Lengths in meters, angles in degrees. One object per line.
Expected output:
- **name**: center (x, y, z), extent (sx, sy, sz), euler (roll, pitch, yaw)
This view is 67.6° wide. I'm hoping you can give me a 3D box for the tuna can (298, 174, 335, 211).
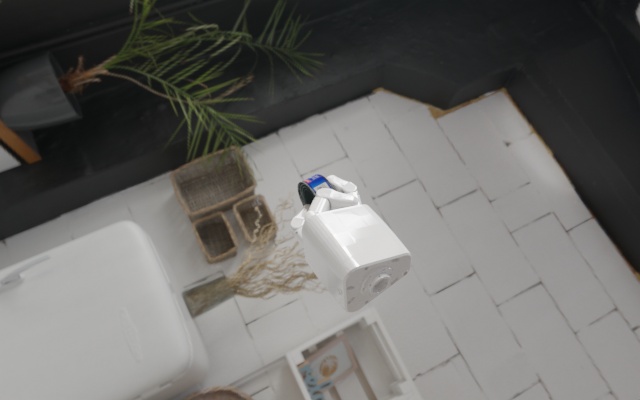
- **tuna can**: center (0.001, 0.002, 0.752), extent (0.033, 0.086, 0.086), euler (-28, 9, -18)
